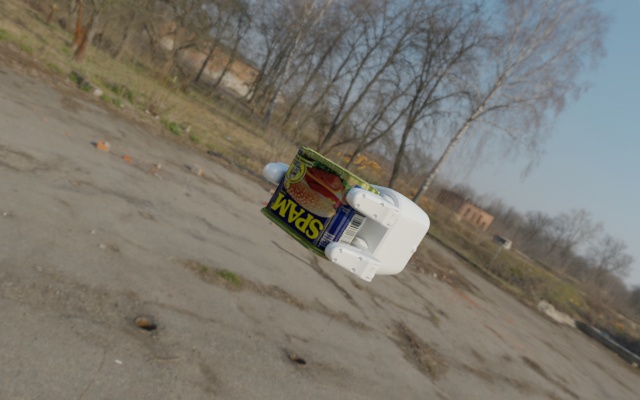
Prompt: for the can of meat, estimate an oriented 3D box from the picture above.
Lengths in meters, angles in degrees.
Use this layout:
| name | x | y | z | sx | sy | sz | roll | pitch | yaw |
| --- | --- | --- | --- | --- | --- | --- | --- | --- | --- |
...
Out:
| name | x | y | z | sx | sy | sz | roll | pitch | yaw |
| --- | --- | --- | --- | --- | --- | --- | --- | --- | --- |
| can of meat | 0.000 | 0.001 | 0.493 | 0.102 | 0.084 | 0.057 | 35 | 7 | 35 |
